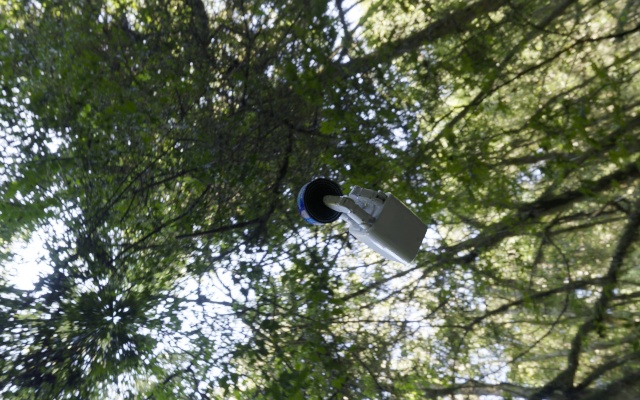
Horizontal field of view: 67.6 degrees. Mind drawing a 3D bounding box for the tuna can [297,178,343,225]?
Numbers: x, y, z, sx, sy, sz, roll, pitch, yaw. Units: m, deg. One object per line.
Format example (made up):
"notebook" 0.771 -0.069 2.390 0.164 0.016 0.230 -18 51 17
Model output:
"tuna can" 0.000 0.003 0.888 0.086 0.086 0.034 0 -9 -28
